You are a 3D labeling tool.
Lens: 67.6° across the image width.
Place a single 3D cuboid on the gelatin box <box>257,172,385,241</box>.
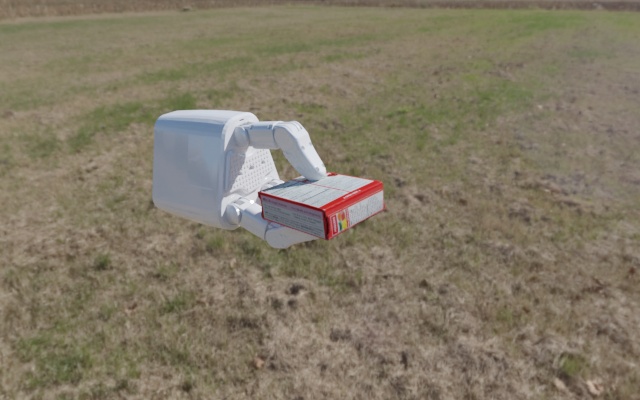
[{"bbox_3d":[0.000,0.001,0.423,0.073,0.030,0.089,-24,26,-39],"label":"gelatin box"}]
